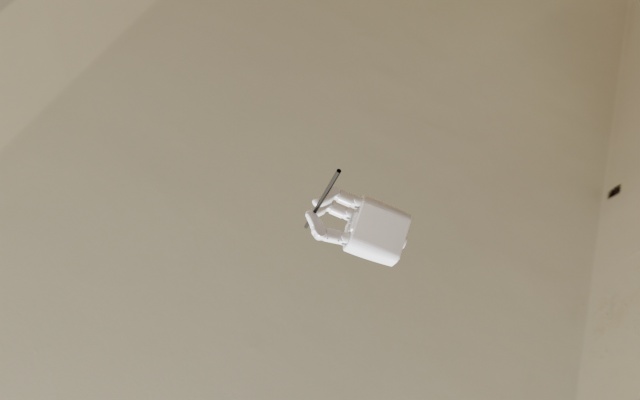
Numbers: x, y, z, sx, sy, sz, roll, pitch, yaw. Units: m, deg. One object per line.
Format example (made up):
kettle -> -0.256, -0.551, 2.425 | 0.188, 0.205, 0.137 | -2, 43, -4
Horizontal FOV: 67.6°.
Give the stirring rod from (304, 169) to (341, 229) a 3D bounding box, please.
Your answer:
stirring rod -> 0.000, 0.003, 0.894 | 0.011, 0.011, 0.240 | 0, -26, -16
